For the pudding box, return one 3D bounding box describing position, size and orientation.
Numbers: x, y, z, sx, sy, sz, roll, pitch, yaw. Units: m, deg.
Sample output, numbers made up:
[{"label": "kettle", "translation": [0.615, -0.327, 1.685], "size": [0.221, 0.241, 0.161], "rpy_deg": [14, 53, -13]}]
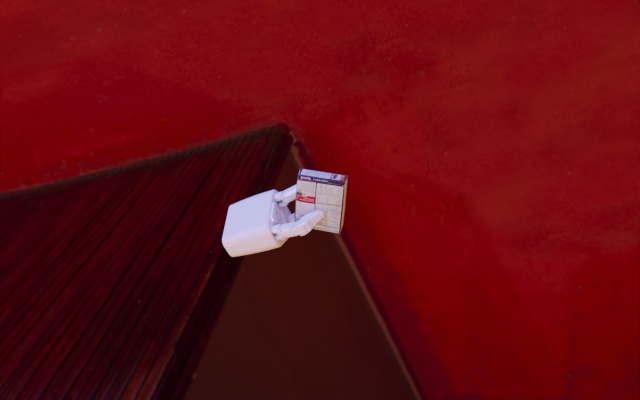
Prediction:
[{"label": "pudding box", "translation": [0.000, 0.003, 0.878], "size": [0.090, 0.114, 0.039], "rpy_deg": [9, 36, 6]}]
